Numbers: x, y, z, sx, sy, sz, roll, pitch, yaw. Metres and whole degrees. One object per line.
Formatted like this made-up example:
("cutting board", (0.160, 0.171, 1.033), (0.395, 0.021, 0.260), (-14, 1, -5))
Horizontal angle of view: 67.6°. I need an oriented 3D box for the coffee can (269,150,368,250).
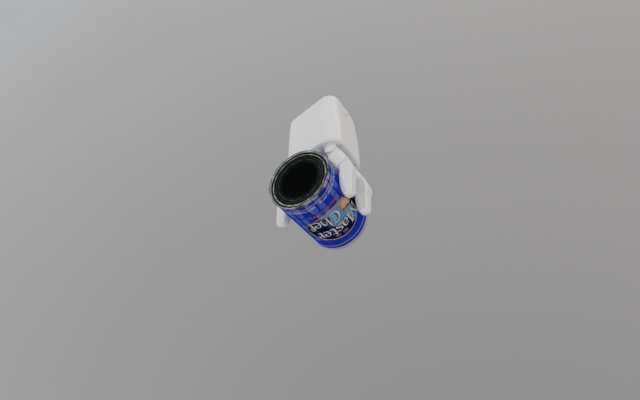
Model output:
("coffee can", (0.000, 0.003, 0.749), (0.103, 0.102, 0.140), (0, -30, 33))
